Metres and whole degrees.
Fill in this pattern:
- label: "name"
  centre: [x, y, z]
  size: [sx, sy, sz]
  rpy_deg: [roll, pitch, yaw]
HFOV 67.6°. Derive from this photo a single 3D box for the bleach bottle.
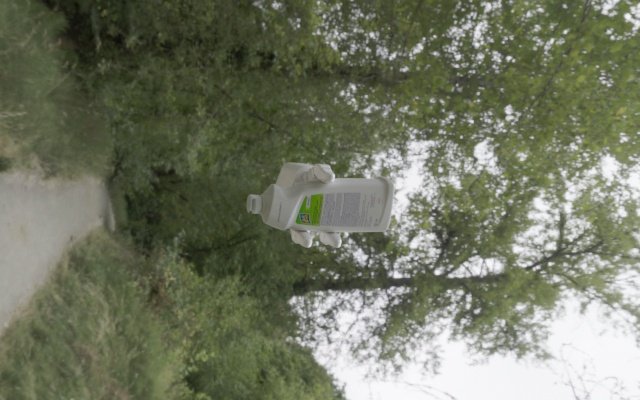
- label: "bleach bottle"
  centre: [0.000, 0.003, 0.823]
  size: [0.251, 0.102, 0.068]
  rpy_deg: [3, 10, -22]
